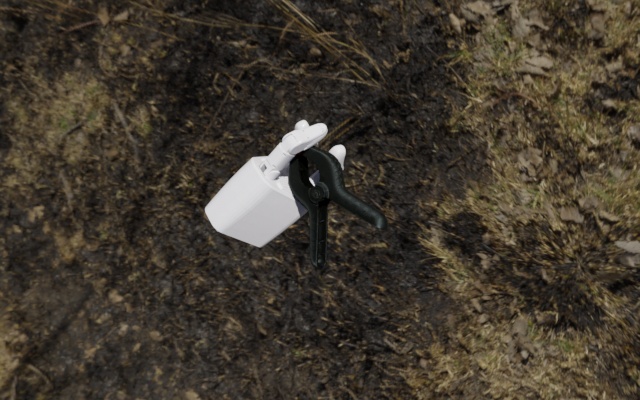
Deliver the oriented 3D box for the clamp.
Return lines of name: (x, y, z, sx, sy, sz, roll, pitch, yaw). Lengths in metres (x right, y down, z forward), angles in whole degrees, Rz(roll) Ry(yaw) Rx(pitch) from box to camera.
clamp: (0.000, 0.002, 0.626, 0.120, 0.171, 0.039, -42, -24, 19)
